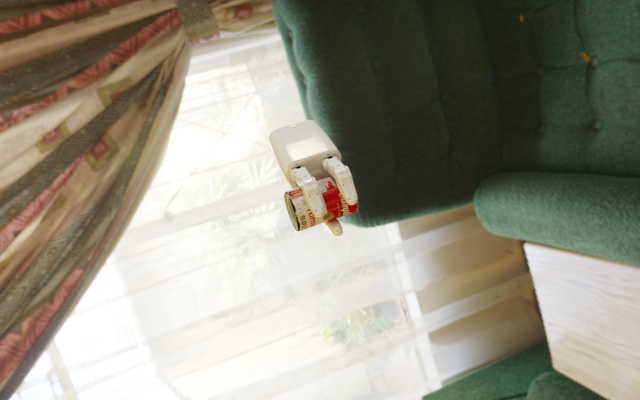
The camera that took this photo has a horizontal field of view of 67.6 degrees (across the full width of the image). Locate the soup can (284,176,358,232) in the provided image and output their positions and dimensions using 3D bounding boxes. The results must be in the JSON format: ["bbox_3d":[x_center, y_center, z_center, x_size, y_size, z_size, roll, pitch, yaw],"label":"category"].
[{"bbox_3d":[0.000,0.003,0.759,0.102,0.068,0.068,-18,4,-12],"label":"soup can"}]
